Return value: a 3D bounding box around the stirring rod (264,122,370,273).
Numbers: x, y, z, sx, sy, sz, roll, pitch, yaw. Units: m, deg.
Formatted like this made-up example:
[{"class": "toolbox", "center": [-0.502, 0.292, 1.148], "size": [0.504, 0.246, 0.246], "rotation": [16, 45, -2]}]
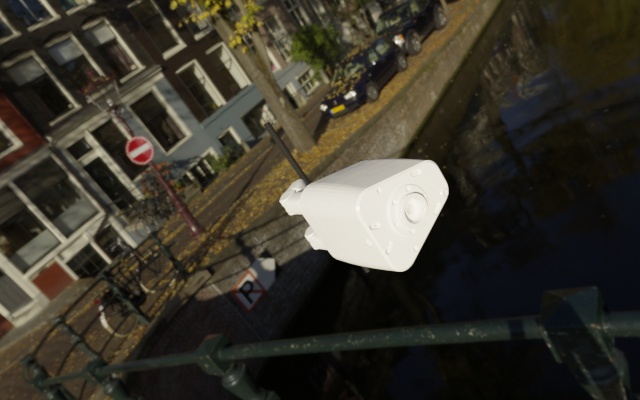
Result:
[{"class": "stirring rod", "center": [0.000, 0.002, 0.607], "size": [0.011, 0.239, 0.011], "rotation": [-30, 20, 12]}]
